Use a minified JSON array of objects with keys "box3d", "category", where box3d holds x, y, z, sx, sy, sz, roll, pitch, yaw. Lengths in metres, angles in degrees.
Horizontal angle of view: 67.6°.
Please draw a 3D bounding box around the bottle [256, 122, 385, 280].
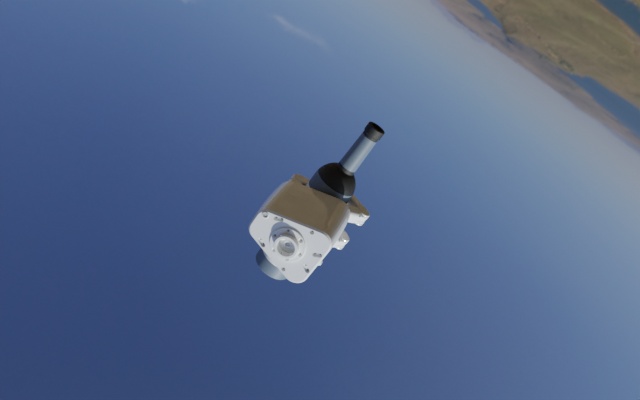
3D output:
[{"box3d":[0.000,0.003,0.738,0.069,0.296,0.069,29,27,-16],"category":"bottle"}]
